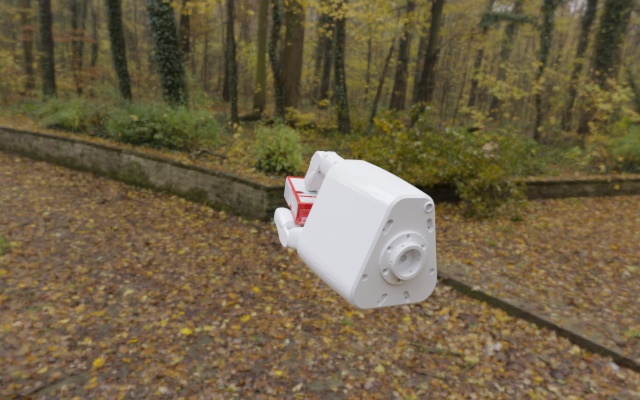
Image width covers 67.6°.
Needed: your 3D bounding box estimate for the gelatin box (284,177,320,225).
[{"bbox_3d":[0.000,0.001,0.565,0.073,0.030,0.089,4,21,-15],"label":"gelatin box"}]
